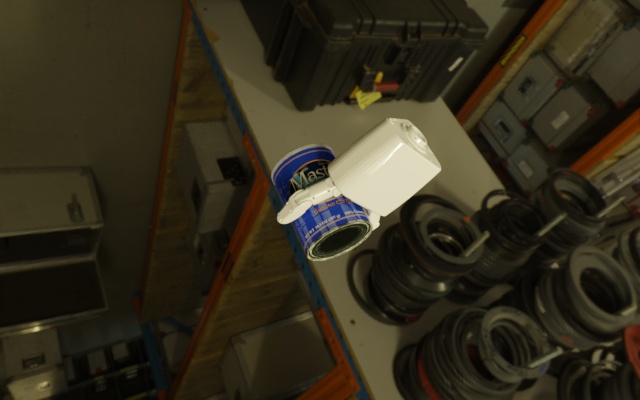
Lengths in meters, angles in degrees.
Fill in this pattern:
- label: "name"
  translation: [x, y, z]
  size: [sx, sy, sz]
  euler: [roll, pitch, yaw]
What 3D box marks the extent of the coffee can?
- label: "coffee can"
  translation: [0.000, 0.002, 0.700]
  size: [0.103, 0.140, 0.103]
  euler: [-21, -26, -11]
